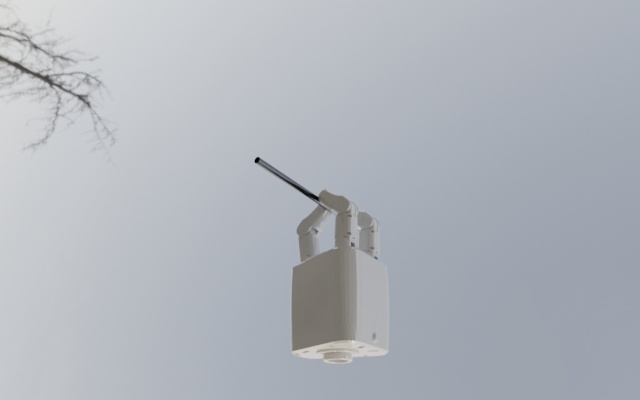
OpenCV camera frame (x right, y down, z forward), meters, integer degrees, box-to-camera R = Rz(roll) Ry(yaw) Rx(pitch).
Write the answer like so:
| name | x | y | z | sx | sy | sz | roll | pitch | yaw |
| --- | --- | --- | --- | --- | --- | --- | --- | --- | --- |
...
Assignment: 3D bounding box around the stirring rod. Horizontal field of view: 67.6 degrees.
| name | x | y | z | sx | sy | sz | roll | pitch | yaw |
| --- | --- | --- | --- | --- | --- | --- | --- | --- | --- |
| stirring rod | 0.000 | 0.002 | 0.606 | 0.011 | 0.011 | 0.240 | 0 | -22 | 38 |
